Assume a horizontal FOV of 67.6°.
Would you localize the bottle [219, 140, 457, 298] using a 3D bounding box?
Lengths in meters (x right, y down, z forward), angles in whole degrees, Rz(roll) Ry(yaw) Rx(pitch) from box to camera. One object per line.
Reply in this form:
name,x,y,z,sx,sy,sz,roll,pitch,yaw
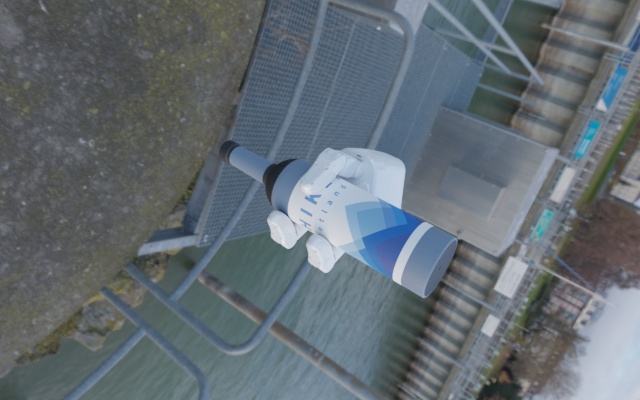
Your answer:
bottle,0.000,0.002,0.524,0.295,0.069,0.069,29,13,26
